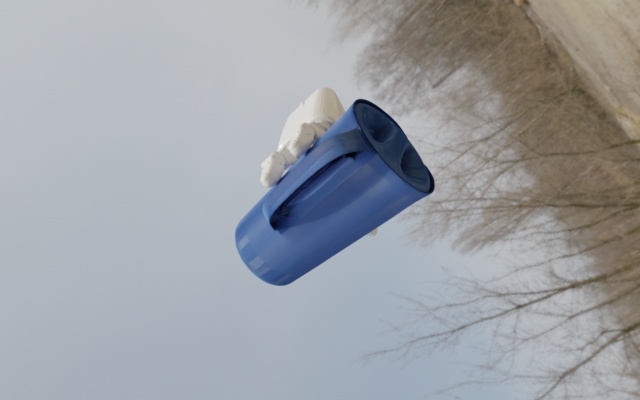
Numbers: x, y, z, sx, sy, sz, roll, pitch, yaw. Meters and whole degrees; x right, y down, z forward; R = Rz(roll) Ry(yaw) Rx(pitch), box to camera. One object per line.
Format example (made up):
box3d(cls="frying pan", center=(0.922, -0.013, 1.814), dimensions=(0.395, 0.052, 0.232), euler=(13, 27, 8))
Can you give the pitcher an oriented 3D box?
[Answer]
box3d(cls="pitcher", center=(0.000, 0.002, 0.575), dimensions=(0.149, 0.145, 0.243), euler=(38, -61, -22))
